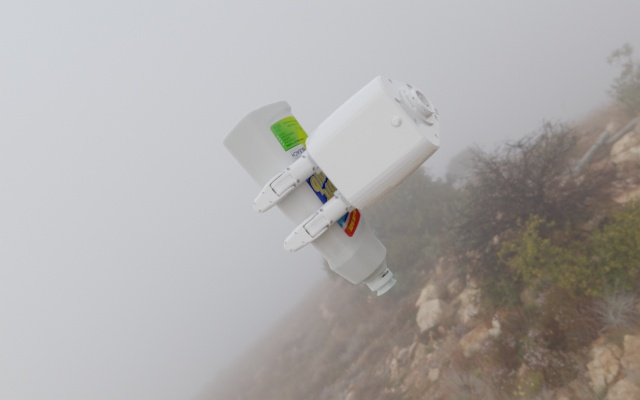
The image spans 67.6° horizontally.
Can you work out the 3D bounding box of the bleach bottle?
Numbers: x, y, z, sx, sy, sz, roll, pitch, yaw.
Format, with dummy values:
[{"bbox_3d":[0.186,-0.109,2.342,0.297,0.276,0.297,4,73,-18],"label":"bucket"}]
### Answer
[{"bbox_3d":[0.000,0.002,0.560,0.068,0.251,0.102,-40,0,31],"label":"bleach bottle"}]
